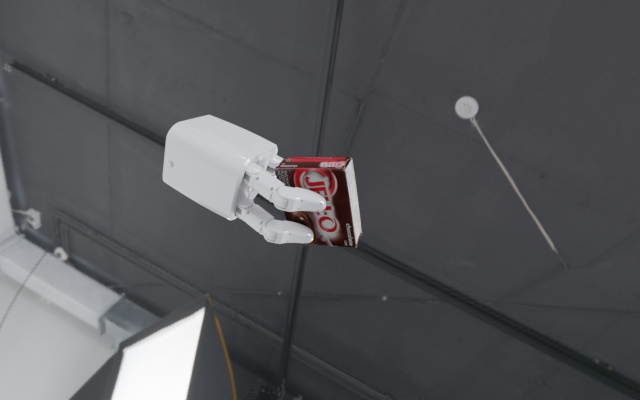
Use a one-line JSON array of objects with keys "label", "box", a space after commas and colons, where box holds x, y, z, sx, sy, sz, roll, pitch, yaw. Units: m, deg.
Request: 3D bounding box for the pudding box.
[{"label": "pudding box", "box": [0.000, 0.002, 0.592, 0.090, 0.114, 0.039, 2, 33, 23]}]
